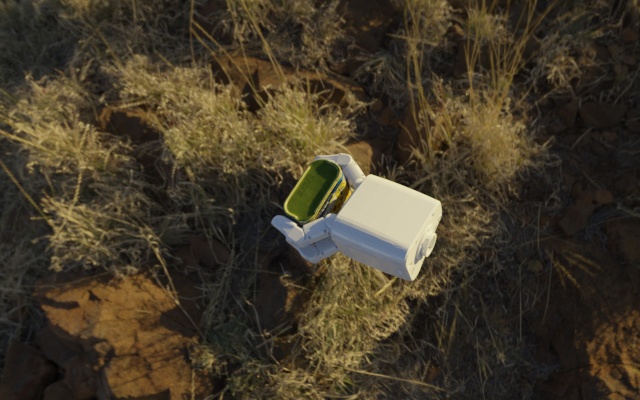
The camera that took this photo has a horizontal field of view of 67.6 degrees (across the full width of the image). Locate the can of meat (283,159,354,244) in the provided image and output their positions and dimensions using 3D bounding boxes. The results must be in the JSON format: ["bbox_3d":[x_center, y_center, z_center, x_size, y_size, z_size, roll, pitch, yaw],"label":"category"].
[{"bbox_3d":[0.000,0.002,0.678,0.057,0.102,0.084,25,-16,27],"label":"can of meat"}]
